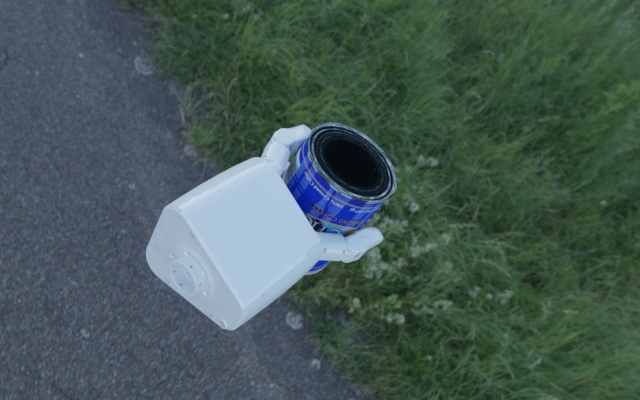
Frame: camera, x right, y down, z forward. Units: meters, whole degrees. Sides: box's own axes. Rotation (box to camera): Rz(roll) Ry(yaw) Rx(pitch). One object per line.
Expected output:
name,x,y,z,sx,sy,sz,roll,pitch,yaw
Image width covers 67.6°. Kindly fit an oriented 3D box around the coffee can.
coffee can,0.000,0.002,0.515,0.103,0.102,0.140,0,-36,-35
